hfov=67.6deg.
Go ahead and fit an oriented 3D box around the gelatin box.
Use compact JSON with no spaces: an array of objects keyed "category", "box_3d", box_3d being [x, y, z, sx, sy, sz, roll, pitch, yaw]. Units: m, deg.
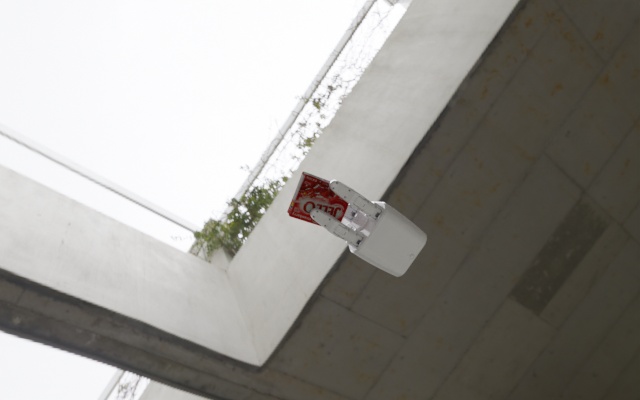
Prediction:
[{"category":"gelatin box","box_3d":[0.000,0.002,0.775,0.089,0.073,0.030,19,9,-18]}]
